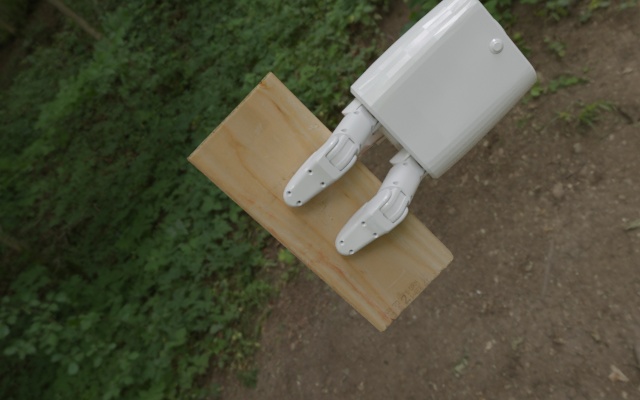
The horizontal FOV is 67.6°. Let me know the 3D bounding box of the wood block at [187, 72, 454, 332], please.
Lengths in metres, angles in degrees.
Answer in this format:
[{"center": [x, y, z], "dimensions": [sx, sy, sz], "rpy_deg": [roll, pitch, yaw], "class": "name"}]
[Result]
[{"center": [0.000, 0.001, 0.406], "dimensions": [0.206, 0.090, 0.091], "rpy_deg": [44, 1, -14], "class": "wood block"}]
